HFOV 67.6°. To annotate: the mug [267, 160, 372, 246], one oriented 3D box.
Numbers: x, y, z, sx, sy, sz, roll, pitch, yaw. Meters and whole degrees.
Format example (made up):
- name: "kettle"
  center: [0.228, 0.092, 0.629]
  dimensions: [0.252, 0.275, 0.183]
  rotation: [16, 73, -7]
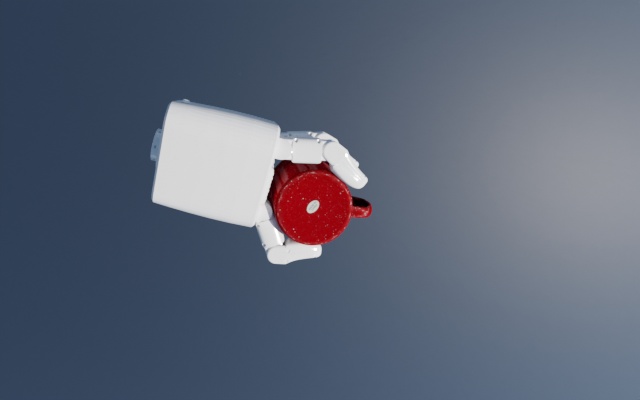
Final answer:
- name: "mug"
  center: [0.001, 0.002, 0.525]
  dimensions: [0.117, 0.093, 0.081]
  rotation: [12, 12, -11]
